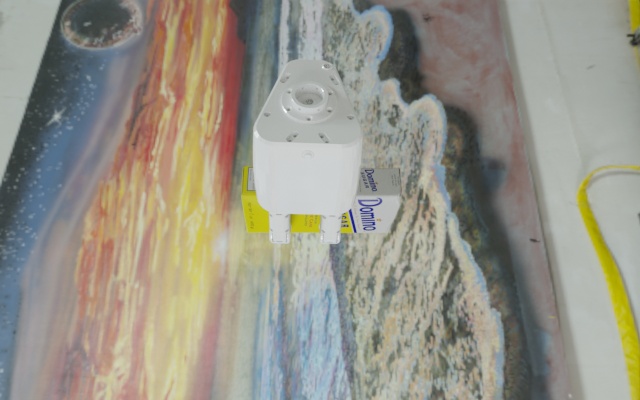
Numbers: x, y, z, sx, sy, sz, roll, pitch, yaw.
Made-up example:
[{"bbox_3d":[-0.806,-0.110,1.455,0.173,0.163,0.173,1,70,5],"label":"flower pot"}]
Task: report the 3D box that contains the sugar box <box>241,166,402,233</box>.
[{"bbox_3d":[0.000,0.002,0.559,0.176,0.048,0.093,2,-30,-2],"label":"sugar box"}]
